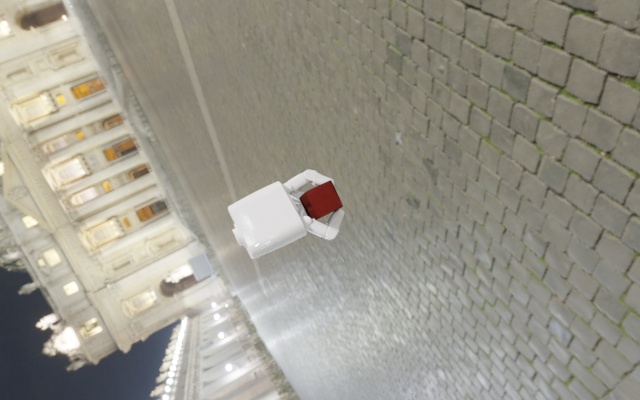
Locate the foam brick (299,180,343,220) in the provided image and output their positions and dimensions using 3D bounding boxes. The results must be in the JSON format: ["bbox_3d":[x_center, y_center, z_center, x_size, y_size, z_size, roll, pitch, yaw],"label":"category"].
[{"bbox_3d":[0.000,0.003,0.855,0.051,0.053,0.078,-25,-3,-13],"label":"foam brick"}]
